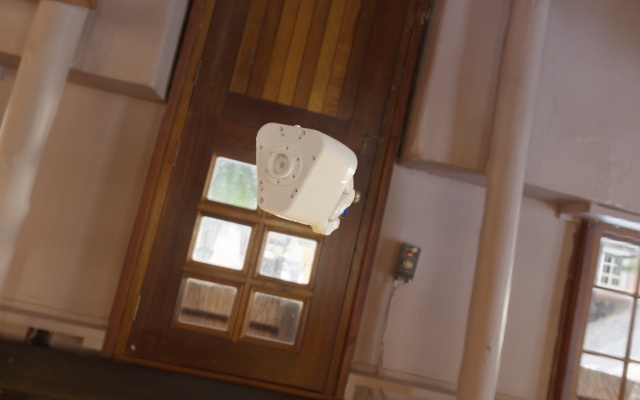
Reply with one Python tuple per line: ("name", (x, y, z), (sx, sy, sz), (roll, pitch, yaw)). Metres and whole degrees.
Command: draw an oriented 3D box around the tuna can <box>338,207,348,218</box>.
("tuna can", (0.000, 0.003, 0.730), (0.086, 0.034, 0.086), (11, -1, 0))
